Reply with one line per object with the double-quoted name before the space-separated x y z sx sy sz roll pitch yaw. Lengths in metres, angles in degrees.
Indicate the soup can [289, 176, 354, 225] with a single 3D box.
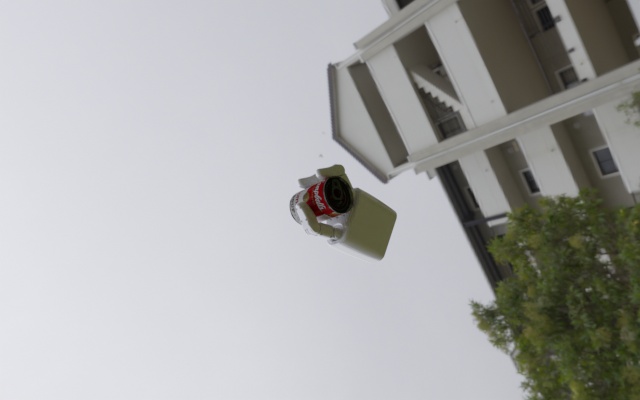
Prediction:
"soup can" 0.000 0.003 0.853 0.068 0.068 0.102 0 -15 -41
